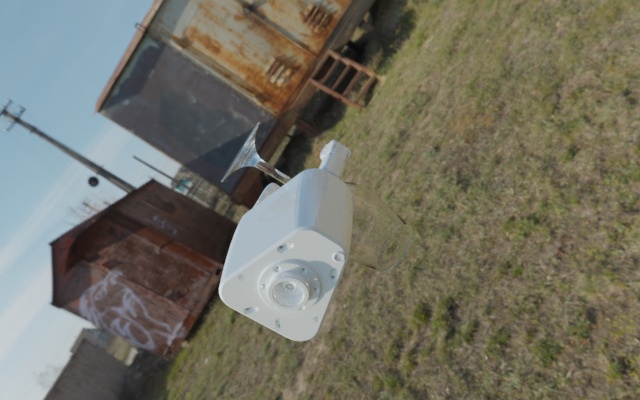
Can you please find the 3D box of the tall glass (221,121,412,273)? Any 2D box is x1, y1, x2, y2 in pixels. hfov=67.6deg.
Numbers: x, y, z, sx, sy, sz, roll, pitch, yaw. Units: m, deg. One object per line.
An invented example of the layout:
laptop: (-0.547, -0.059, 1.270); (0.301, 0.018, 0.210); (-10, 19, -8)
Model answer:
tall glass: (0.000, 0.001, 0.509); (0.201, 0.079, 0.079); (32, -8, -13)
